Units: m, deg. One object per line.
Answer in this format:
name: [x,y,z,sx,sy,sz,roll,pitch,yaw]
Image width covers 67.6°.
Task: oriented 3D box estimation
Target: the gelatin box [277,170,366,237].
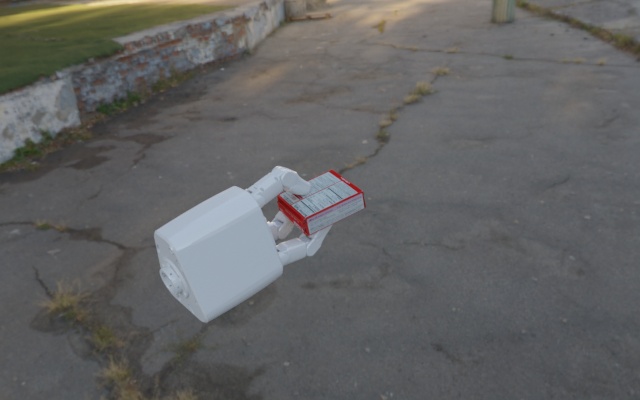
gelatin box: [0.000,0.001,0.604,0.089,0.030,0.073,-26,36,-20]
